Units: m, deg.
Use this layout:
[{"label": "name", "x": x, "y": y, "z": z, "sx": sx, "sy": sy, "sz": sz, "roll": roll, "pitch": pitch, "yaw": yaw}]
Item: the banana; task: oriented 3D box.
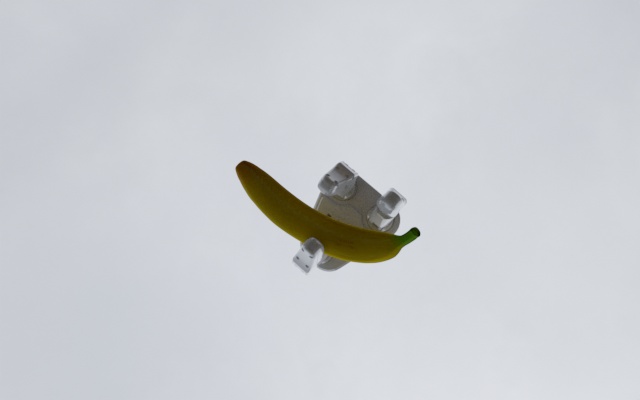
[{"label": "banana", "x": -0.001, "y": 0.019, "z": 0.483, "sx": 0.198, "sy": 0.070, "sz": 0.037, "roll": 20, "pitch": 27, "yaw": 14}]
